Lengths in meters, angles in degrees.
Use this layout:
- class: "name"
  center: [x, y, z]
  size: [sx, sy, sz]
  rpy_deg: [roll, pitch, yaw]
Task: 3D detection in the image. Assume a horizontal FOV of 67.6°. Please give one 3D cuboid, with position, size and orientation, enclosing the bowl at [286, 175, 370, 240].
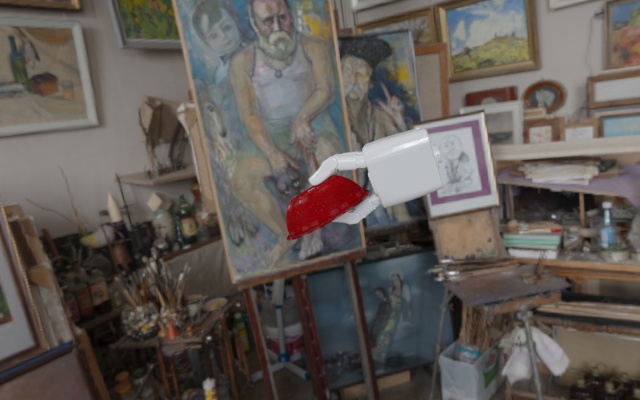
- class: "bowl"
  center: [-0.001, 0.003, 0.803]
  size: [0.162, 0.055, 0.162]
  rpy_deg: [-31, 5, 3]
